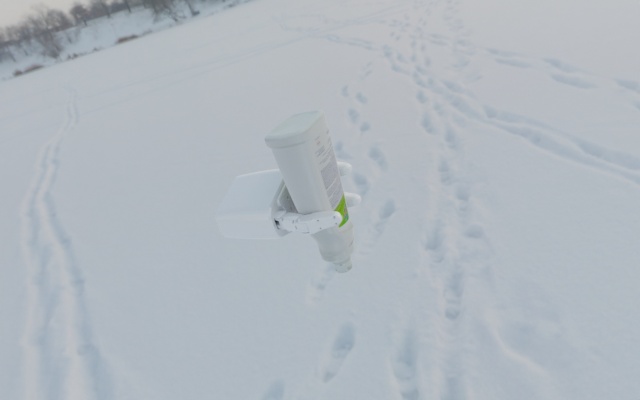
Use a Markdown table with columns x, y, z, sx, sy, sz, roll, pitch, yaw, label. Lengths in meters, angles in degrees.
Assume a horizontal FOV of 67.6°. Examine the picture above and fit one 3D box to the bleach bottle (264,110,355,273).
| x | y | z | sx | sy | sz | roll | pitch | yaw | label |
| --- | --- | --- | --- | --- | --- | --- | --- | --- | --- |
| 0.000 | 0.002 | 0.700 | 0.068 | 0.251 | 0.102 | -4 | 28 | 27 | bleach bottle |
